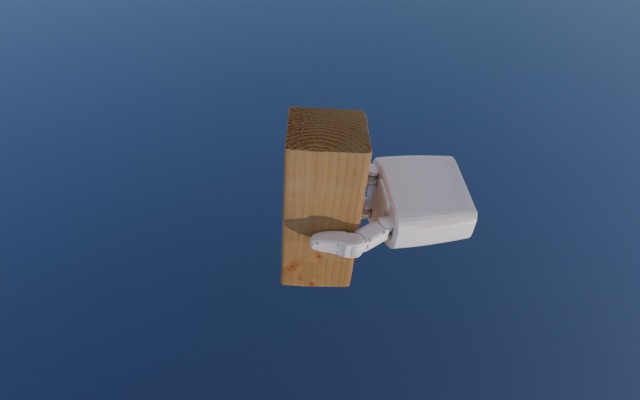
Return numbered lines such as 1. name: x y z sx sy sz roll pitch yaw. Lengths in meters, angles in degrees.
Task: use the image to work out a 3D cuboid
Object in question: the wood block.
1. wood block: 0.000 0.002 0.575 0.090 0.206 0.090 2 39 -3
